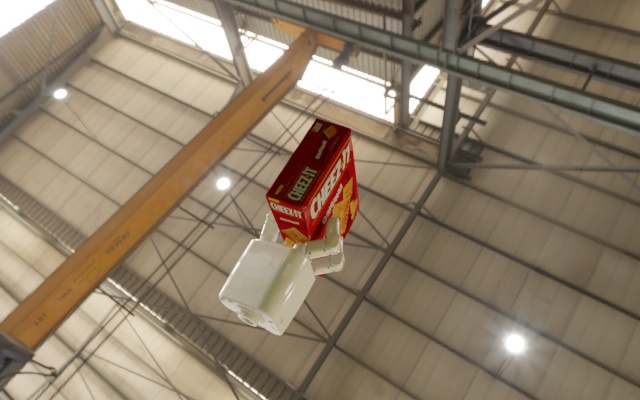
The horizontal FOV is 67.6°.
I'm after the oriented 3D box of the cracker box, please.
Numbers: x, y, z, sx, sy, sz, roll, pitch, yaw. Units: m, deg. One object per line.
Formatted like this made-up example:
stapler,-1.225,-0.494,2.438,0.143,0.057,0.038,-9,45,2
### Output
cracker box,0.000,0.003,0.782,0.072,0.164,0.214,18,-31,20
